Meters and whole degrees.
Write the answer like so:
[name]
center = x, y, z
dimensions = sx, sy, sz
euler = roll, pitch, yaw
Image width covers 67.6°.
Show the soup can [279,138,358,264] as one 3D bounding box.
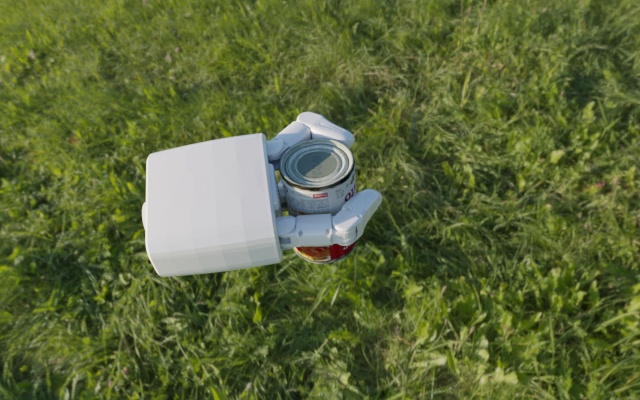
[soup can]
center = 0.001, 0.001, 0.445
dimensions = 0.068, 0.068, 0.102
euler = 0, -44, 6
